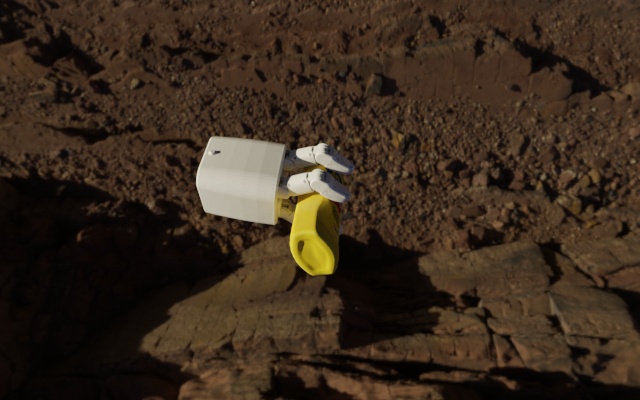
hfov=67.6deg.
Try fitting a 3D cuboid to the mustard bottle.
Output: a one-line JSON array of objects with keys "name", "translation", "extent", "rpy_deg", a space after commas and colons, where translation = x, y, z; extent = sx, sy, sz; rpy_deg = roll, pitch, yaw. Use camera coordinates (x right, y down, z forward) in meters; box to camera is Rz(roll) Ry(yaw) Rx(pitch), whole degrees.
[{"name": "mustard bottle", "translation": [0.000, 0.002, 0.669], "extent": [0.058, 0.191, 0.096], "rpy_deg": [-9, -45, 16]}]
